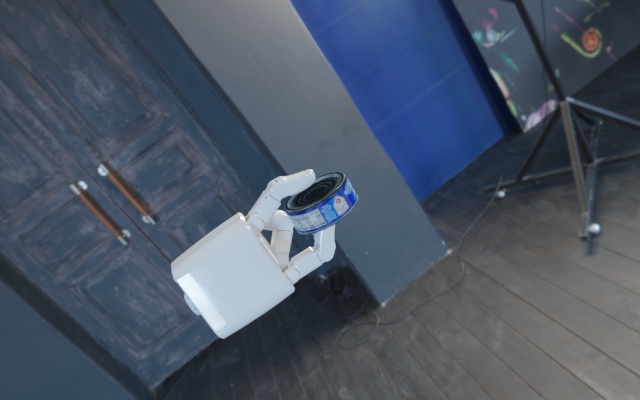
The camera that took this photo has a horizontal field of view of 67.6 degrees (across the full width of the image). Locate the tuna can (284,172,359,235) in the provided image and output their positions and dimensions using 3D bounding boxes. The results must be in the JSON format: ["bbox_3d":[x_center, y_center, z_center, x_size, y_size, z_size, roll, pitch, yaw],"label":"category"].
[{"bbox_3d":[0.000,0.001,0.572,0.086,0.034,0.086,-26,21,11],"label":"tuna can"}]
